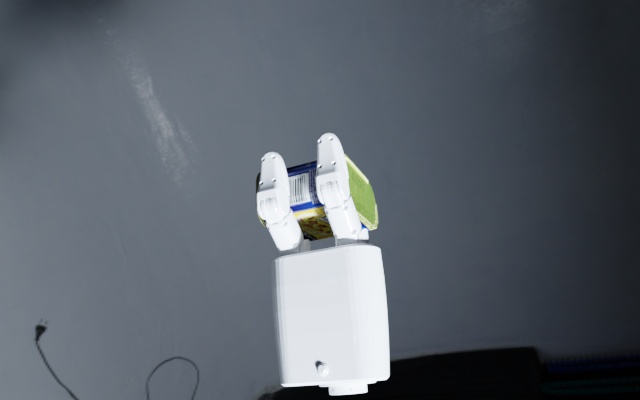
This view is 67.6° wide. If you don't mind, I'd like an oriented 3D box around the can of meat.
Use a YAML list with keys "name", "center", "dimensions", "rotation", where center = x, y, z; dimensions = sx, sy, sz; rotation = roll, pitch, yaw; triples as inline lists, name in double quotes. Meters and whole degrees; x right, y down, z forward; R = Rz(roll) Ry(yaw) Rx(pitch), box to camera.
- name: "can of meat"
  center: [0.000, 0.001, 0.459]
  dimensions: [0.084, 0.057, 0.102]
  rotation: [-12, -24, 22]
